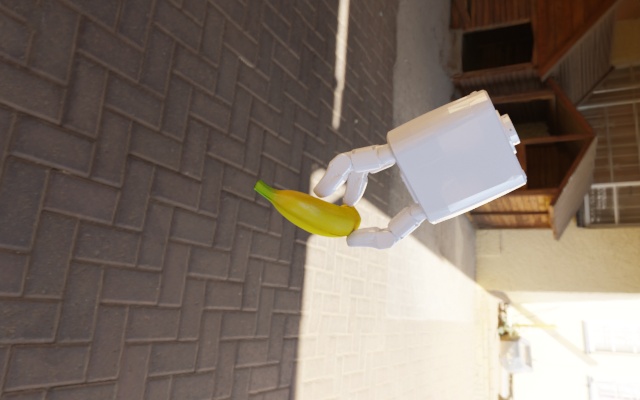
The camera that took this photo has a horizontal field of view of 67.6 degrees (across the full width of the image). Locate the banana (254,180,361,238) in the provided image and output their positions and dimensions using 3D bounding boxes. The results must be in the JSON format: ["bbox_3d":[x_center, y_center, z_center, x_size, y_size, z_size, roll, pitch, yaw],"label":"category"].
[{"bbox_3d":[0.008,0.014,0.553,0.037,0.069,0.198,-45,-29,15],"label":"banana"}]
